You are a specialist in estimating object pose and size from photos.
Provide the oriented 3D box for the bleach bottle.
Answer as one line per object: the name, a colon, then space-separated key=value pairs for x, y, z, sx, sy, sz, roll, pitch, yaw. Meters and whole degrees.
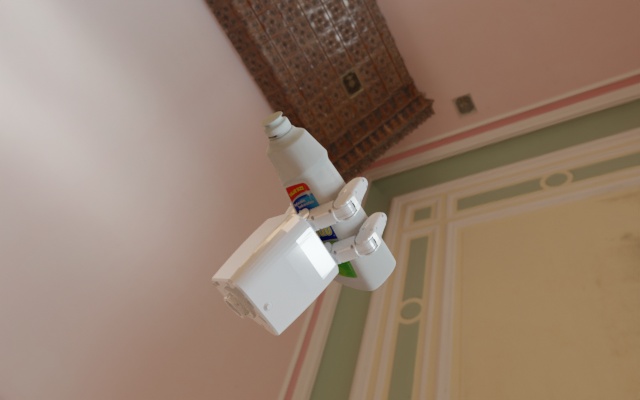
bleach bottle: x=0.000 y=0.002 z=0.596 sx=0.068 sy=0.251 sz=0.102 roll=-45 pitch=29 yaw=-24
